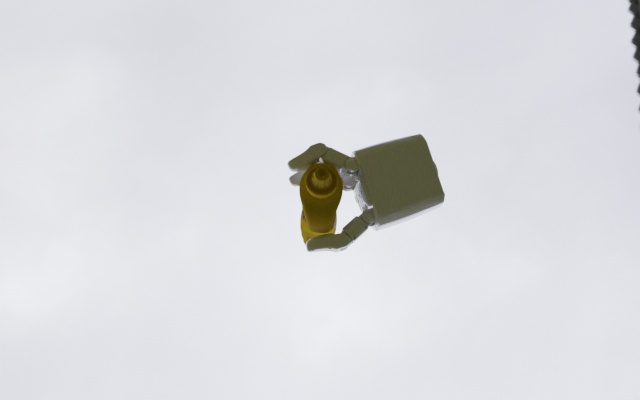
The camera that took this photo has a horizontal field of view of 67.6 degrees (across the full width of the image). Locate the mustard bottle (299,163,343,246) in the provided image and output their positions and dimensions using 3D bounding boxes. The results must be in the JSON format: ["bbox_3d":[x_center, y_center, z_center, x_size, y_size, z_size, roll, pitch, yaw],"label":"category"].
[{"bbox_3d":[0.000,0.002,0.672,0.058,0.096,0.192,5,-21,0],"label":"mustard bottle"}]
